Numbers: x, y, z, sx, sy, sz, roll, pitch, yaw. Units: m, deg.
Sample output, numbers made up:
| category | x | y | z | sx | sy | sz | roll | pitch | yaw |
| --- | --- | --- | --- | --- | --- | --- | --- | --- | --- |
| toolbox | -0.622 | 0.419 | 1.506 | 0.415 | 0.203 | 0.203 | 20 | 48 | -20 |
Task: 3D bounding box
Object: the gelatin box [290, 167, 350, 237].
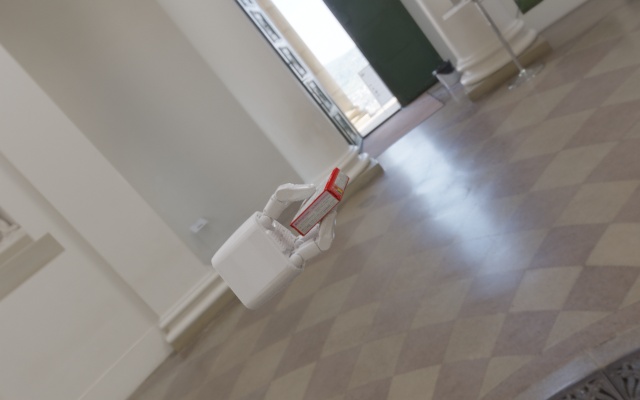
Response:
| category | x | y | z | sx | sy | sz | roll | pitch | yaw |
| --- | --- | --- | --- | --- | --- | --- | --- | --- | --- |
| gelatin box | 0.000 | 0.002 | 0.700 | 0.089 | 0.030 | 0.073 | -46 | 9 | 30 |
